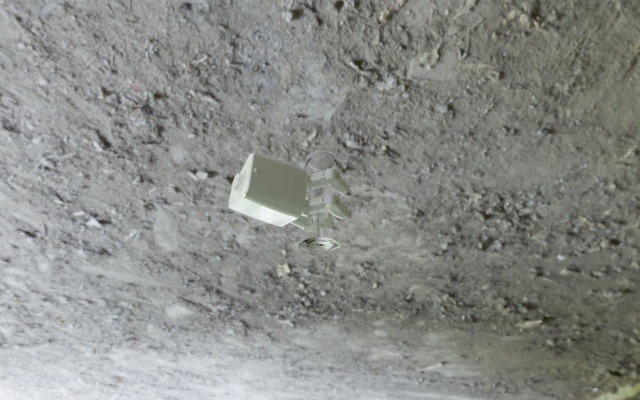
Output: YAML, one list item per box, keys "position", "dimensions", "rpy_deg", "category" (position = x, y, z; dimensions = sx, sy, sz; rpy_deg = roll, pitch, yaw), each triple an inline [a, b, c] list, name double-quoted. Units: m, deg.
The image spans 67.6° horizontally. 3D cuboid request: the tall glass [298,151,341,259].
- position: [0.000, 0.004, 0.881]
  dimensions: [0.079, 0.201, 0.079]
  rpy_deg: [1, -36, 1]
  category: "tall glass"
